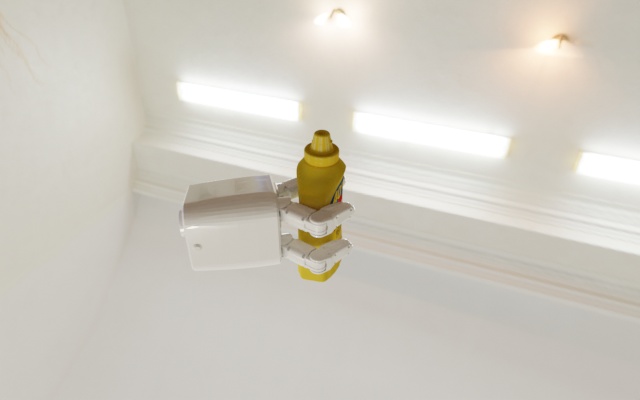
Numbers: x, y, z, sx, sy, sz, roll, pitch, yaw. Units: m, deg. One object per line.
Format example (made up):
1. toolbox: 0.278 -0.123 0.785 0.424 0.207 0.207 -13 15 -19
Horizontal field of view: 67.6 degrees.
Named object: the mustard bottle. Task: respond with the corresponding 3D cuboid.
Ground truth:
1. mustard bottle: 0.000 0.002 0.590 0.058 0.192 0.096 9 36 12
